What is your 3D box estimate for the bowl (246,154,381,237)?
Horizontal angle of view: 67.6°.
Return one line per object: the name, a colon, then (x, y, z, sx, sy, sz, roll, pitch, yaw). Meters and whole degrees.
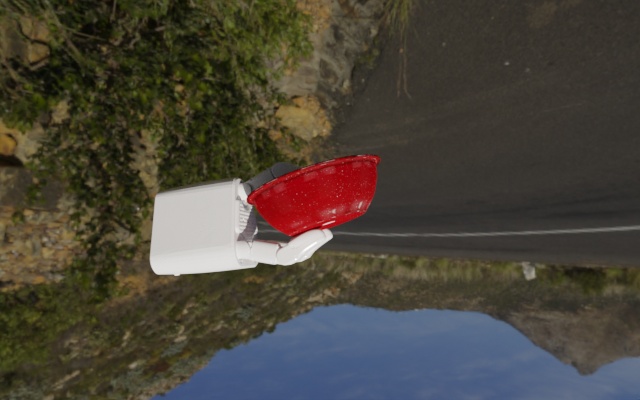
bowl: (0.001, 0.002, 0.546, 0.162, 0.055, 0.162, -18, -9, -3)
